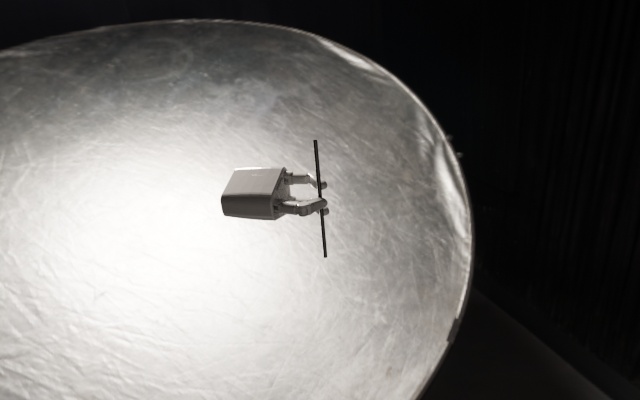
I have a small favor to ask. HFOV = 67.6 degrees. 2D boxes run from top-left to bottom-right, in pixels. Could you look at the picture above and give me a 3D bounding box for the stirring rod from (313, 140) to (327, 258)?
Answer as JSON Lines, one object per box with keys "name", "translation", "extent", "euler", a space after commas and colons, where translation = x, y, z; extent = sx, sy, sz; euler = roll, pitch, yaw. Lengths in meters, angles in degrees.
{"name": "stirring rod", "translation": [0.000, 0.003, 0.890], "extent": [0.011, 0.240, 0.011], "euler": [-4, 25, 2]}
